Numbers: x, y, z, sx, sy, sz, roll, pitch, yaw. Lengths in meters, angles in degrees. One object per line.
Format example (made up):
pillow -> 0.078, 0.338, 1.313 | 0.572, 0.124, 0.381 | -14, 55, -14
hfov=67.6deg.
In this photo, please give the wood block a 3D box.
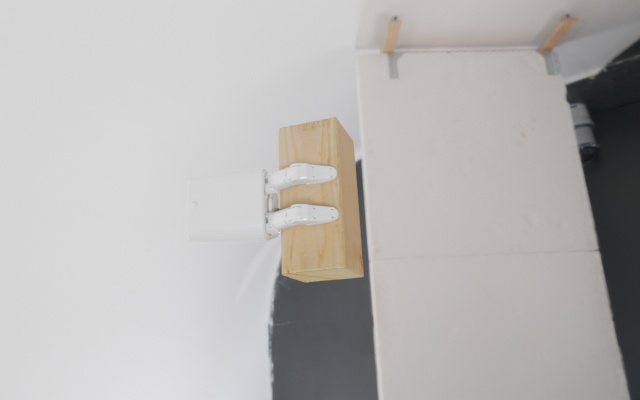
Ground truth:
wood block -> 0.000, 0.002, 0.666 | 0.090, 0.206, 0.091 | -8, -18, 17
